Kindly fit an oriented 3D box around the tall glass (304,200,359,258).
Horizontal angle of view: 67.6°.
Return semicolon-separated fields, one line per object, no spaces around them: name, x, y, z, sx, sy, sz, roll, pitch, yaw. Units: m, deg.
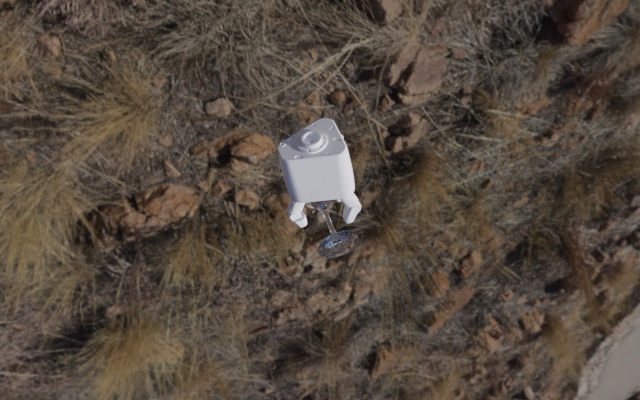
tall glass;0.000;0.003;0.875;0.079;0.201;0.079;-14;-38;-12
